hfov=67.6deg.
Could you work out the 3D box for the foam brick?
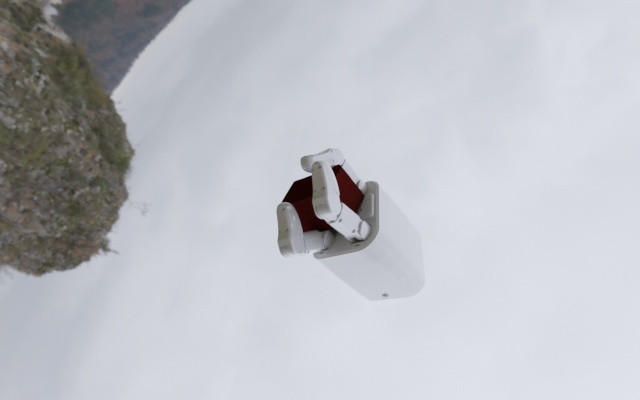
[{"bbox_3d":[0.000,0.002,0.559,0.078,0.051,0.053,-17,32,42],"label":"foam brick"}]
